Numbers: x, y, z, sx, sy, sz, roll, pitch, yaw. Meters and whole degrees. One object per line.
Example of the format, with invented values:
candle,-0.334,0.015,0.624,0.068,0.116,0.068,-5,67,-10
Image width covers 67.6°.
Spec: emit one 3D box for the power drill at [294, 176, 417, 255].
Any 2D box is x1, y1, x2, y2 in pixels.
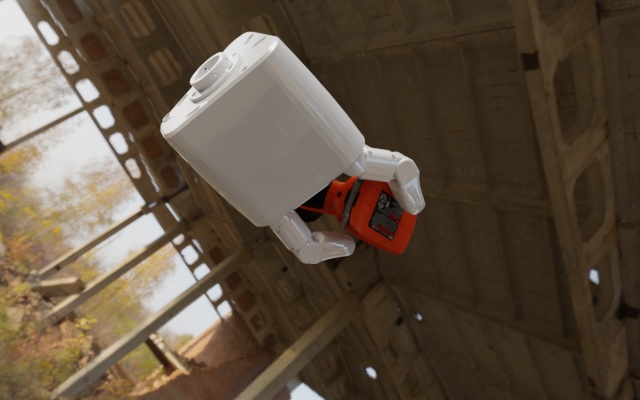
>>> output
power drill,0.000,0.002,0.496,0.187,0.057,0.184,15,-8,36
